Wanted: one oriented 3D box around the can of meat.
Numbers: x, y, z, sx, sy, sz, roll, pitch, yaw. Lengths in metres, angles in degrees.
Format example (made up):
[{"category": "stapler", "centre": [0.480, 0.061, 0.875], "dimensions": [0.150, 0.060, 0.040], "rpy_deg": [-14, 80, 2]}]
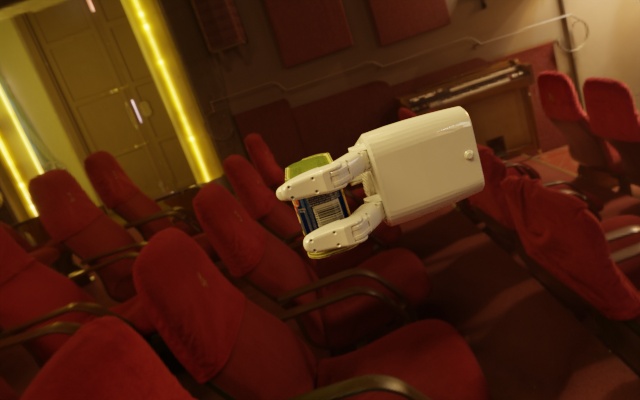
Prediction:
[{"category": "can of meat", "centre": [0.000, 0.001, 0.503], "dimensions": [0.057, 0.084, 0.102], "rpy_deg": [-18, 15, 0]}]
